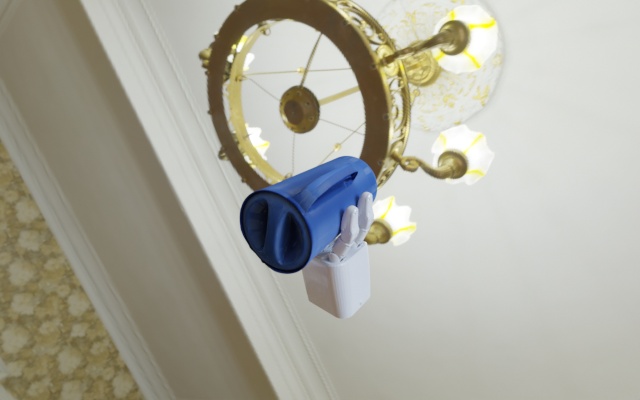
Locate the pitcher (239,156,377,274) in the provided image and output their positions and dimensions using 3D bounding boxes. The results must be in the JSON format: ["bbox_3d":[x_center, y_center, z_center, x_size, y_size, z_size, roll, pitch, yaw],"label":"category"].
[{"bbox_3d":[0.000,0.003,0.773,0.149,0.145,0.242,6,24,33],"label":"pitcher"}]
